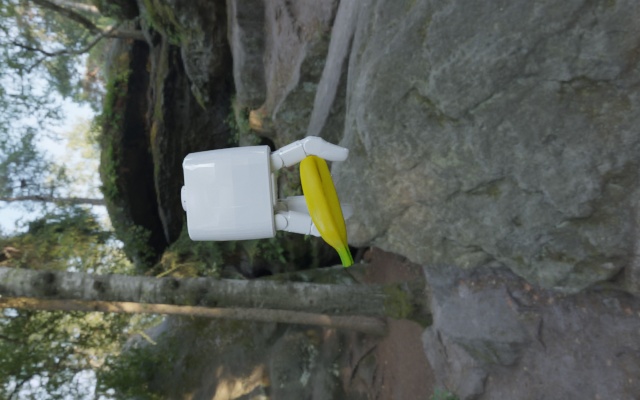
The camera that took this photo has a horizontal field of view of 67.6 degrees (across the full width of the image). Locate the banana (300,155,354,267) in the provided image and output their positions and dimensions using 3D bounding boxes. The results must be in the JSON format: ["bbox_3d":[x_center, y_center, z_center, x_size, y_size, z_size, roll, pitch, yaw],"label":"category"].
[{"bbox_3d":[-0.002,-0.010,0.572,0.037,0.070,0.197,-12,40,-3],"label":"banana"}]
